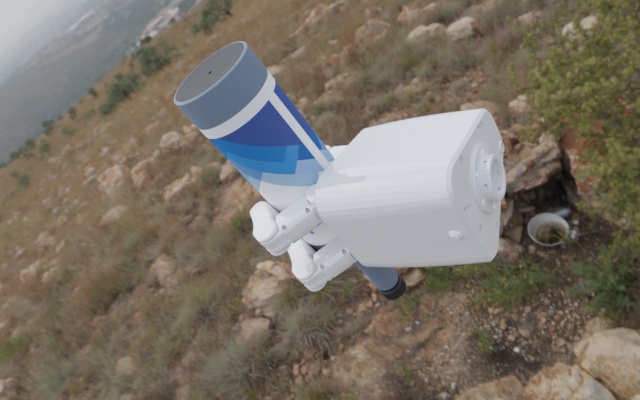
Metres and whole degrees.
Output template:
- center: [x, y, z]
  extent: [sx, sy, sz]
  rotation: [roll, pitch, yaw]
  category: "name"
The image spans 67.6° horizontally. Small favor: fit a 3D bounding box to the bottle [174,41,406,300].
- center: [0.000, 0.001, 0.420]
  extent: [0.069, 0.069, 0.296]
  rotation: [0, -39, 43]
  category: "bottle"
